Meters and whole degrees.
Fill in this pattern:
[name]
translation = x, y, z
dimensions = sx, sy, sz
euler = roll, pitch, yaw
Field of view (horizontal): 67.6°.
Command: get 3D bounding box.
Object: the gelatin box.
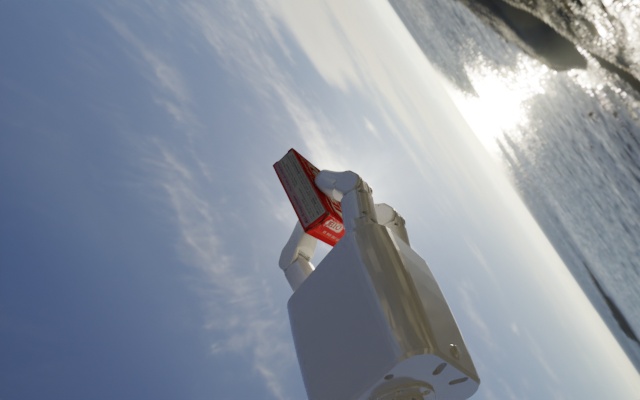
[gelatin box]
translation = 0.000, 0.002, 0.450
dimensions = 0.030, 0.089, 0.073
euler = -39, -38, 13
